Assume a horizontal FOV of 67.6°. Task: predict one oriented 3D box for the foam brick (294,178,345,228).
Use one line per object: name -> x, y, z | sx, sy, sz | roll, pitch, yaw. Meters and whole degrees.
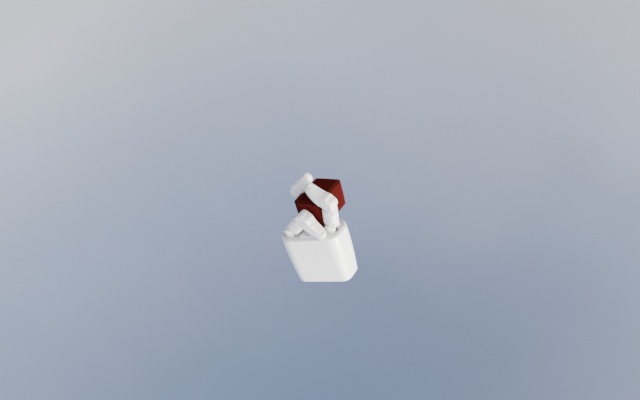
foam brick -> 0.000, 0.003, 0.848 | 0.053, 0.051, 0.078 | 7, 39, 35
